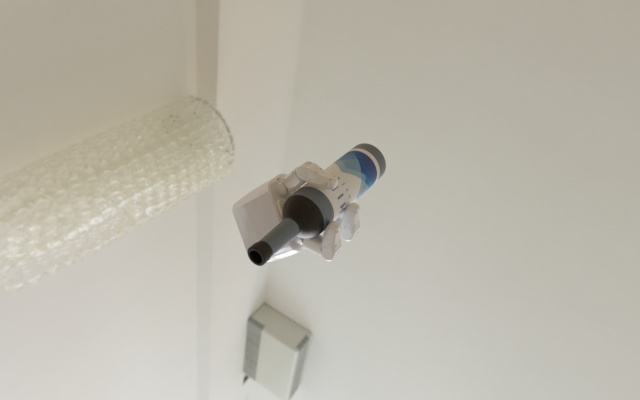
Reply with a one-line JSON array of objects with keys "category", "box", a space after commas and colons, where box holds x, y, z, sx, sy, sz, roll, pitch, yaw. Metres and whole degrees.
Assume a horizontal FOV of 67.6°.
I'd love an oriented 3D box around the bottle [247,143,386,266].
[{"category": "bottle", "box": [0.000, 0.002, 0.678, 0.069, 0.069, 0.295, 0, 26, 36]}]
